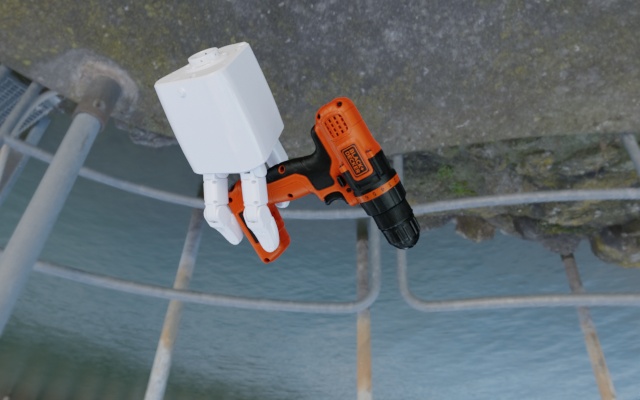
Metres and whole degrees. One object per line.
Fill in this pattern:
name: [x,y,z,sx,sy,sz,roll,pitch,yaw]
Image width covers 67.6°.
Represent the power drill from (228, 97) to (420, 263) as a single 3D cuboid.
power drill: [0.000,0.002,0.550,0.188,0.184,0.057,-27,8,20]
